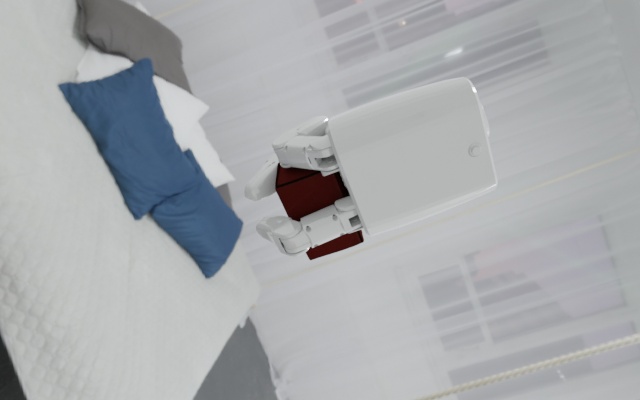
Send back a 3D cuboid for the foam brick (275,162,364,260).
[{"bbox_3d":[0.000,0.002,0.410,0.051,0.078,0.053,-19,28,8],"label":"foam brick"}]
